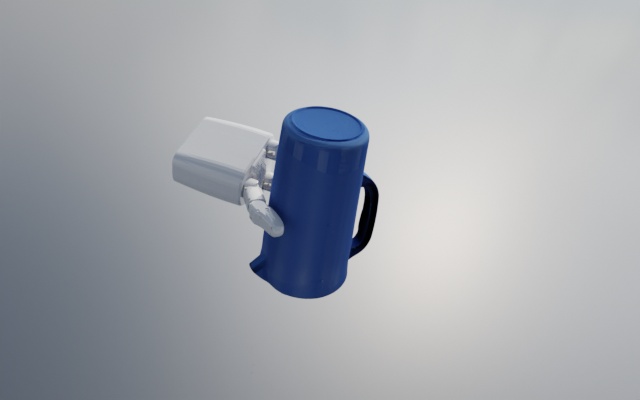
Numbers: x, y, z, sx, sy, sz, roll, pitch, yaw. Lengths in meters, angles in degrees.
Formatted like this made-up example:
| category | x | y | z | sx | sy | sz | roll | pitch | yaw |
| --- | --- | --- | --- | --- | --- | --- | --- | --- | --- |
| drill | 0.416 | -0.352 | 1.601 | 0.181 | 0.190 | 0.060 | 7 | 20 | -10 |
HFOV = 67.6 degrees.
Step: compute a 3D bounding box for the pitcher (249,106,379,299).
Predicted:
| category | x | y | z | sx | sy | sz | roll | pitch | yaw |
| --- | --- | --- | --- | --- | --- | --- | --- | --- | --- |
| pitcher | 0.000 | 0.002 | 0.646 | 0.145 | 0.243 | 0.149 | 19 | 36 | 12 |
